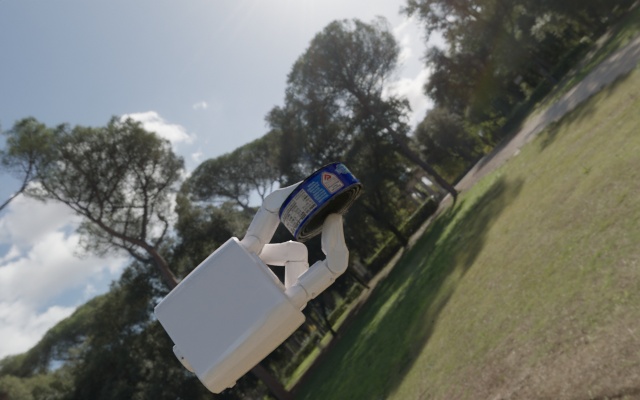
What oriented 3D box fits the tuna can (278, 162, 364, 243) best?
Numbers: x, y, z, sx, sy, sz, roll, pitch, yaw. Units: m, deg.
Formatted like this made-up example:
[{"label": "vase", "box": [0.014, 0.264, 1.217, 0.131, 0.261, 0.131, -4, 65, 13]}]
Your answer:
[{"label": "tuna can", "box": [0.000, 0.001, 0.477, 0.086, 0.033, 0.086, -38, -14, -11]}]
